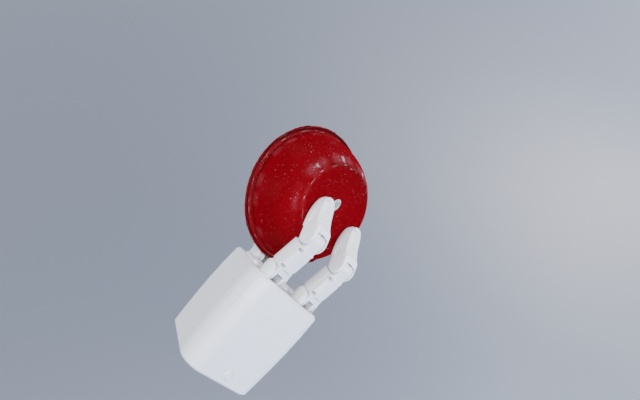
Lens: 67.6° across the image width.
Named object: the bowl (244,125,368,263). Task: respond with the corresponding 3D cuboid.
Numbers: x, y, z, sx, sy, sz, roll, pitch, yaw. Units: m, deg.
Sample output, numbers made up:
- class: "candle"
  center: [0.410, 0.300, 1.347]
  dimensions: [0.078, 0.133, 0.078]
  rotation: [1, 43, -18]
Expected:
- class: "bowl"
  center: [0.001, 0.001, 0.523]
  dimensions: [0.162, 0.162, 0.055]
  rotation: [0, 12, -40]
